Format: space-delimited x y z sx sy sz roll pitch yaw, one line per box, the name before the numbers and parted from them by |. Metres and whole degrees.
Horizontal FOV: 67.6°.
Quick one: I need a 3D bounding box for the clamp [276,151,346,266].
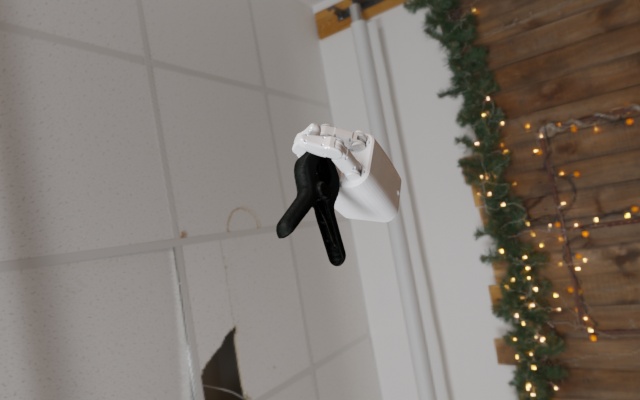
clamp | 0.000 0.002 0.641 0.039 0.171 0.120 -12 -41 33
